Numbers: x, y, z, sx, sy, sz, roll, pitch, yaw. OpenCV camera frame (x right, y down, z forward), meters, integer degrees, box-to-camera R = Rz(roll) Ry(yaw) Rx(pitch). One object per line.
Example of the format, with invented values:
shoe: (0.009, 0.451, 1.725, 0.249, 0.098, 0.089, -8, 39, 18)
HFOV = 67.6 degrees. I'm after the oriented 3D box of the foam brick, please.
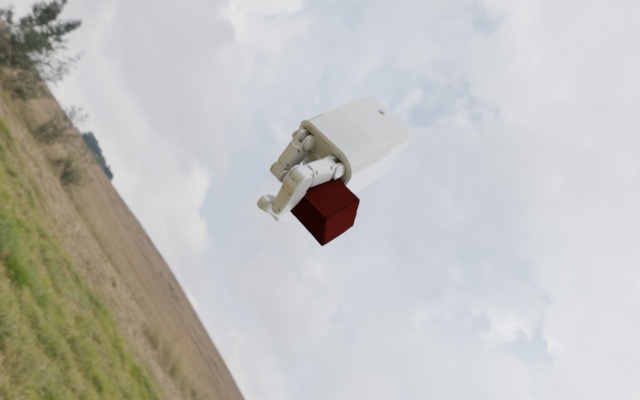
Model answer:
foam brick: (0.000, 0.002, 0.556, 0.051, 0.078, 0.053, -28, -31, -28)
